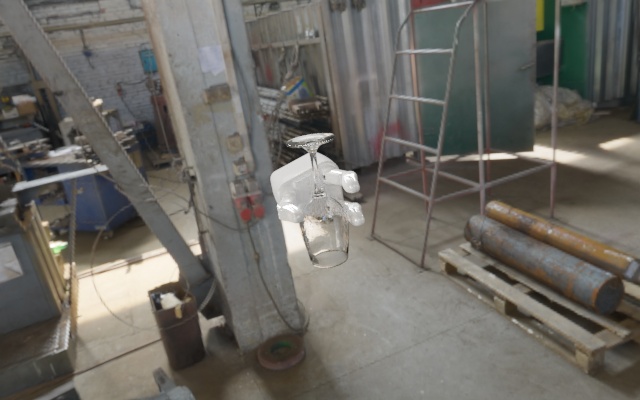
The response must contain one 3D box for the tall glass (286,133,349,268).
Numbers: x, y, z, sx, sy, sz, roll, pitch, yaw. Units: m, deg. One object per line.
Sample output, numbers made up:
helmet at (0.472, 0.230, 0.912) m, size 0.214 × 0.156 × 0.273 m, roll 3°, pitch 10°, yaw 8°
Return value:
tall glass at (0.000, 0.002, 0.739) m, size 0.079 × 0.201 × 0.079 m, roll -8°, pitch 19°, yaw 3°
